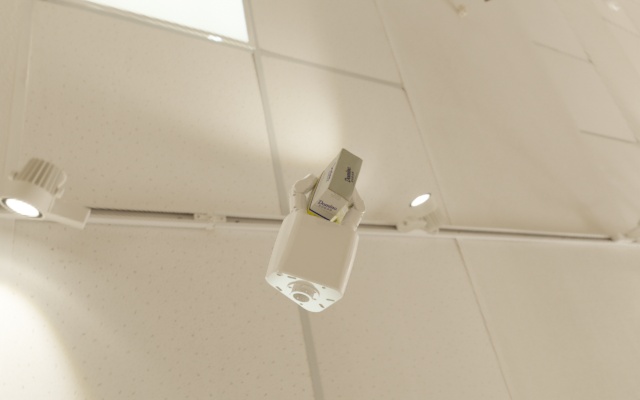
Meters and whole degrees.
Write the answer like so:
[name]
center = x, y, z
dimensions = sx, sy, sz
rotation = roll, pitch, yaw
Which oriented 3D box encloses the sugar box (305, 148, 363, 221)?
[sugar box]
center = 0.000, 0.003, 0.778
dimensions = 0.048, 0.093, 0.176
rotation = 31, -40, -13
